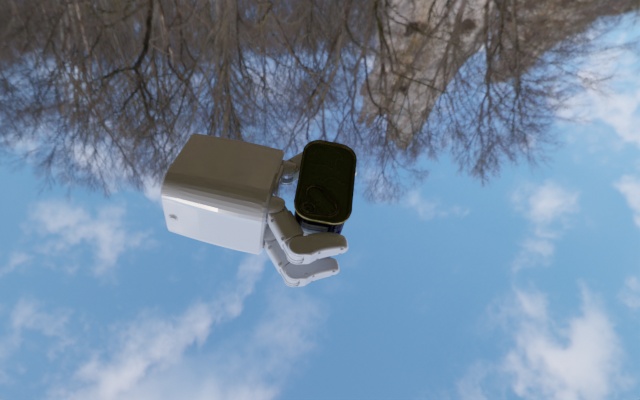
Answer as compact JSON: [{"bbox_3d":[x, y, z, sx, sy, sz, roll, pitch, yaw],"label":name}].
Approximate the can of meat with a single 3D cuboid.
[{"bbox_3d":[0.000,0.002,0.513,0.057,0.102,0.084,10,-35,-4],"label":"can of meat"}]
